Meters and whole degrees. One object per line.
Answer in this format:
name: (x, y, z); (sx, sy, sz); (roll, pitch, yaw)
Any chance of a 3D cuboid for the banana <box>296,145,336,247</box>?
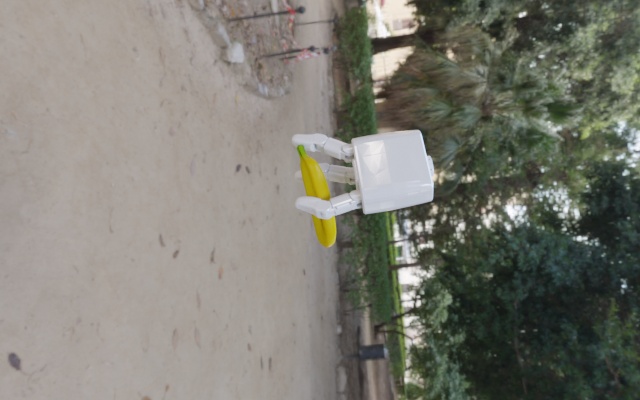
banana: (0.001, 0.009, 0.770); (0.037, 0.198, 0.069); (-12, 30, 1)
